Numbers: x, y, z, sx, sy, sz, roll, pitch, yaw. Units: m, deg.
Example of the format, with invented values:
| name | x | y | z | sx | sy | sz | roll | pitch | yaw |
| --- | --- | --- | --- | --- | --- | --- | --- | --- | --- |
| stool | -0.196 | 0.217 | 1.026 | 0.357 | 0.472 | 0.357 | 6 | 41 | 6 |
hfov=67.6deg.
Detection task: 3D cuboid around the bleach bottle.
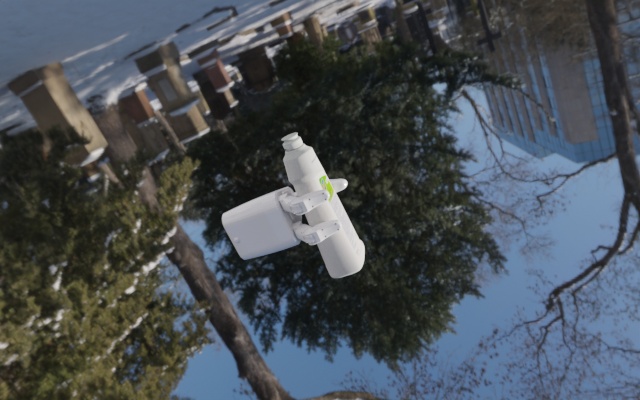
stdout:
| name | x | y | z | sx | sy | sz | roll | pitch | yaw |
| --- | --- | --- | --- | --- | --- | --- | --- | --- | --- |
| bleach bottle | 0.000 | 0.003 | 0.804 | 0.068 | 0.251 | 0.102 | -20 | 20 | 13 |
